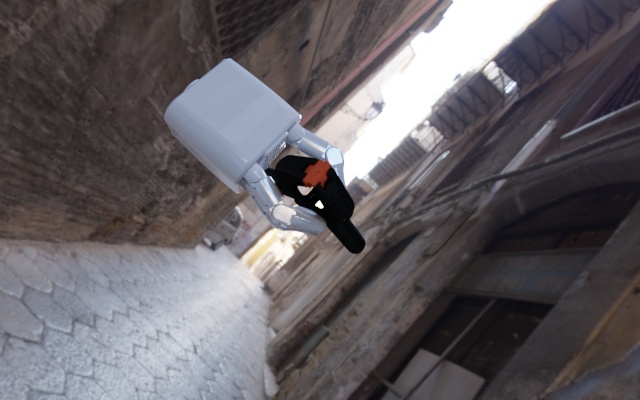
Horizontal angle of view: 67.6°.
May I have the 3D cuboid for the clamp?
[{"bbox_3d":[0.000,0.001,0.530,0.164,0.036,0.210,37,-11,-2],"label":"clamp"}]
